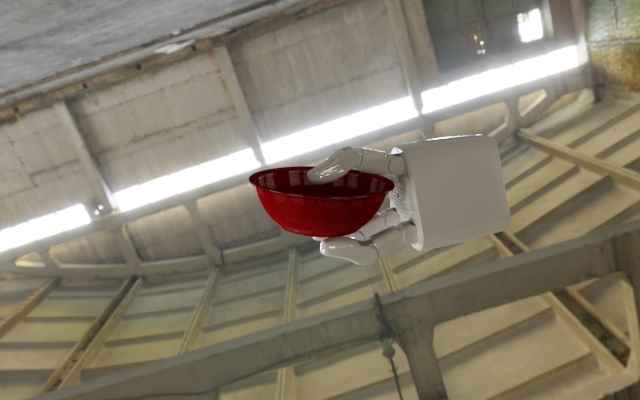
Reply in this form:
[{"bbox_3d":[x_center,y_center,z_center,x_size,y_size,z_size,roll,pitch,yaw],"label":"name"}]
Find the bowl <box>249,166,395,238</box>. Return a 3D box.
[{"bbox_3d":[-0.001,0.002,0.537,0.162,0.055,0.162,3,14,-1],"label":"bowl"}]
